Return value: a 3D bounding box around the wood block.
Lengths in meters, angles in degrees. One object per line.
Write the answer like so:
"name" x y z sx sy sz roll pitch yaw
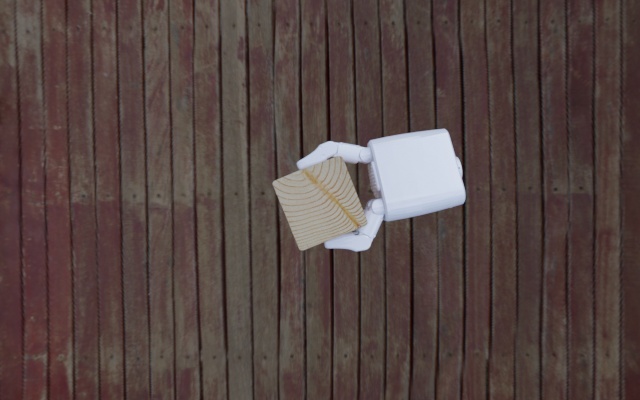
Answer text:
"wood block" 0.000 0.002 0.661 0.090 0.091 0.206 -21 0 0
